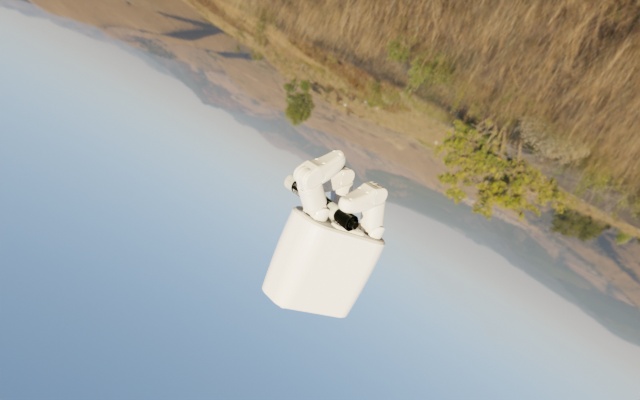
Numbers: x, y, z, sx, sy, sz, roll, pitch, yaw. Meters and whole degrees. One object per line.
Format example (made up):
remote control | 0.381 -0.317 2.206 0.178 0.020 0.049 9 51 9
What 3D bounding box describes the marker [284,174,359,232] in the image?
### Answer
marker | 0.000 0.002 0.541 0.020 0.020 0.121 0 25 -43
